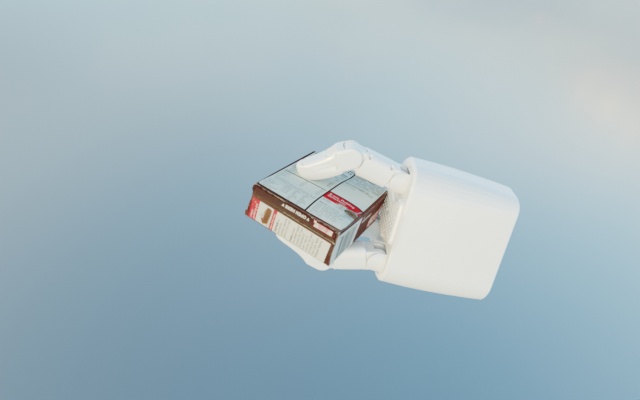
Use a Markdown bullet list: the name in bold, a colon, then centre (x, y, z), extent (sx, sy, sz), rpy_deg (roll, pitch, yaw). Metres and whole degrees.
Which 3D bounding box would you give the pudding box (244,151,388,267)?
- **pudding box**: centre (0.000, 0.001, 0.441), extent (0.090, 0.039, 0.113), rpy_deg (29, 29, 16)
